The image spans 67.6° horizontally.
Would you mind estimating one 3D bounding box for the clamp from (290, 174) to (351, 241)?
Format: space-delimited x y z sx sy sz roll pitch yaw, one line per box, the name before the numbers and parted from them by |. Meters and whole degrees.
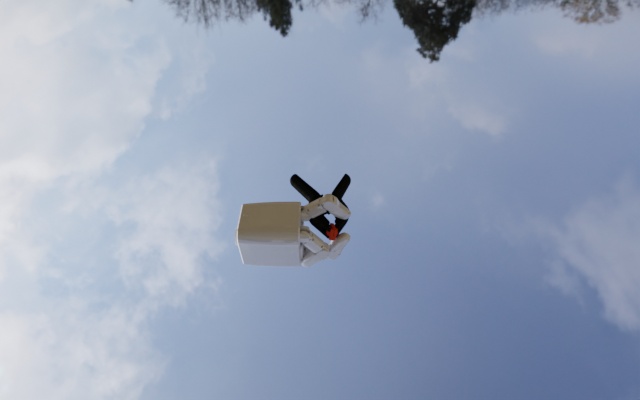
clamp | 0.000 0.004 0.894 0.120 0.039 0.171 0 39 0
